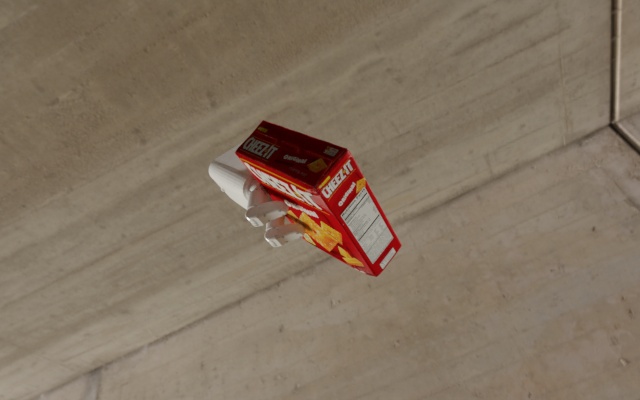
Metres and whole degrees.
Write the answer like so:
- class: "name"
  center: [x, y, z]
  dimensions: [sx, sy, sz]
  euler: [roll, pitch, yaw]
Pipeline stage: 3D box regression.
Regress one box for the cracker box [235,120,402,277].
- class: "cracker box"
  center: [0.000, 0.002, 0.657]
  dimensions: [0.164, 0.072, 0.214]
  euler: [24, -21, 41]
